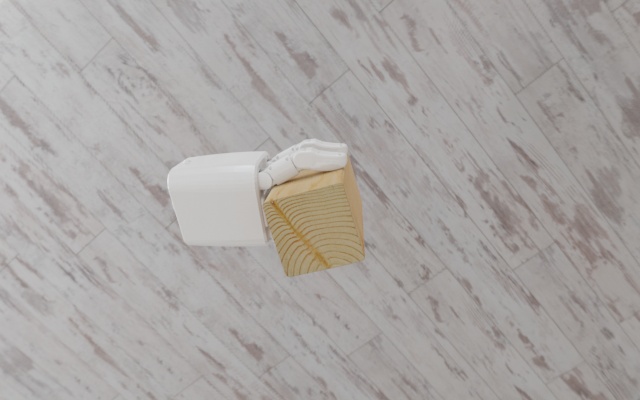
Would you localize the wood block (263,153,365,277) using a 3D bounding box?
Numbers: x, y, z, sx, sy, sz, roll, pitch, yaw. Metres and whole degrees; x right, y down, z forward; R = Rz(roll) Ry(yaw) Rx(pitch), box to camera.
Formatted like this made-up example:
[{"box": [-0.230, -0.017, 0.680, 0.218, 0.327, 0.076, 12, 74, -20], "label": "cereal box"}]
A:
[{"box": [0.000, 0.002, 0.594, 0.090, 0.091, 0.206, -14, 16, 8], "label": "wood block"}]
